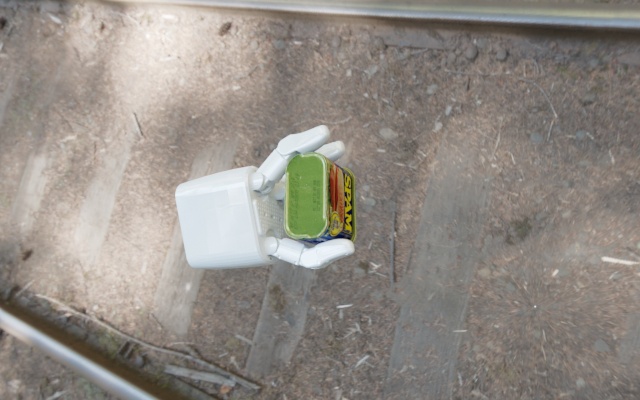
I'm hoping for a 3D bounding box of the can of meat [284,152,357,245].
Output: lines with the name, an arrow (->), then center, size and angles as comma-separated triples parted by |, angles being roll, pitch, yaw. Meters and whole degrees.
can of meat -> 0.000, 0.002, 0.550 | 0.057, 0.102, 0.084 | -6, -14, 24
